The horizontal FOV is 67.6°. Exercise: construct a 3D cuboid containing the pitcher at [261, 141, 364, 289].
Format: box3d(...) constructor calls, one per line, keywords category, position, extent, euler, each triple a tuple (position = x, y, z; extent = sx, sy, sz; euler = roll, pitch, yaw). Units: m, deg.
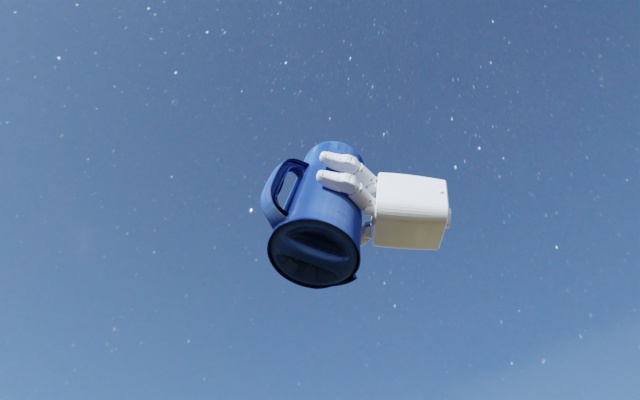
box3d(category="pitcher", position=(0.000, 0.003, 0.750), extent=(0.145, 0.149, 0.242), euler=(5, 38, 7))
